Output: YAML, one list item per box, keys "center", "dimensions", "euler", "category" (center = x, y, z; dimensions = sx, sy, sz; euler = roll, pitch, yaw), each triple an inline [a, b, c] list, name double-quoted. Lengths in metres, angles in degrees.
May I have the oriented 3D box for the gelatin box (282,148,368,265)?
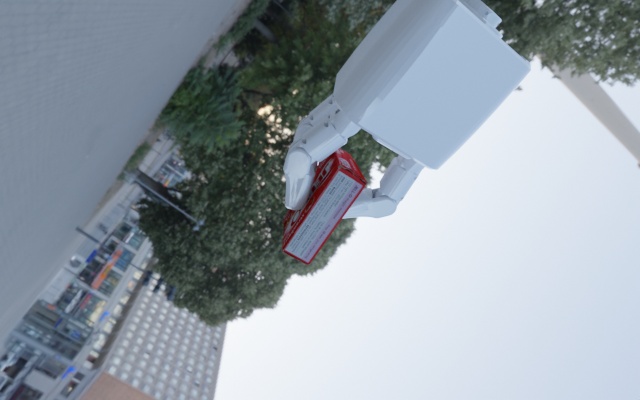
- center: [0.000, 0.002, 0.418]
  dimensions: [0.030, 0.089, 0.073]
  euler: [30, 15, -13]
  category: "gelatin box"
